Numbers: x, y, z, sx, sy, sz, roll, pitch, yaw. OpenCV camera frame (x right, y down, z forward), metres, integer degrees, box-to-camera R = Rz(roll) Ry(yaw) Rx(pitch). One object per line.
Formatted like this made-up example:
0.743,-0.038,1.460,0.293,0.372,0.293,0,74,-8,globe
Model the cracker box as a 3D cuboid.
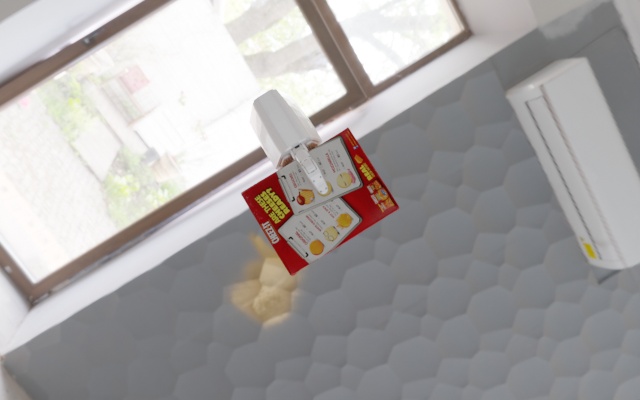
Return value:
0.000,0.003,0.819,0.213,0.164,0.072,-32,-6,-1,cracker box
